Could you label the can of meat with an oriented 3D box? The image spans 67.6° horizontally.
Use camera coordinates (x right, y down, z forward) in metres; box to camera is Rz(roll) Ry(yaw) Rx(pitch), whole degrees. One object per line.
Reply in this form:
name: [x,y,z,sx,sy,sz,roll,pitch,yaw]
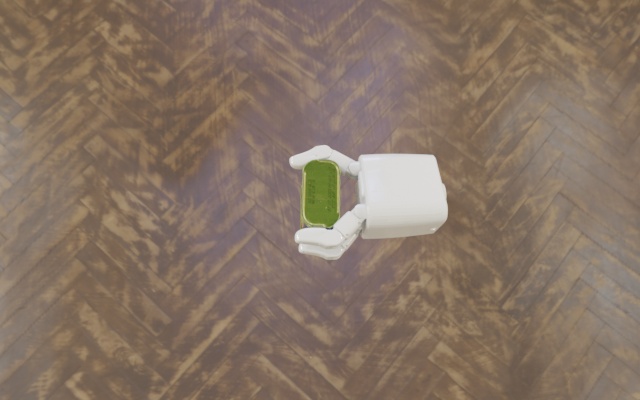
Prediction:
can of meat: [0.000,0.002,0.666,0.057,0.102,0.084,1,-18,-1]
